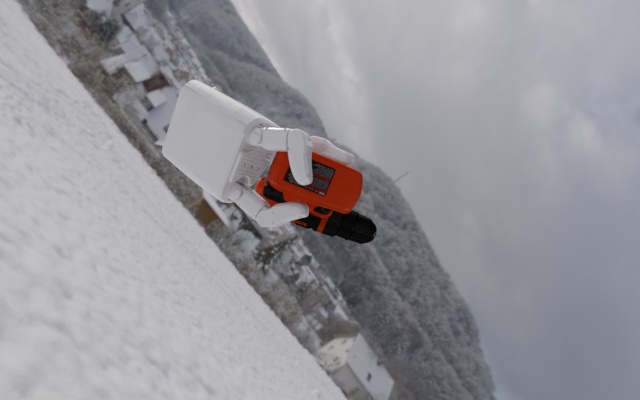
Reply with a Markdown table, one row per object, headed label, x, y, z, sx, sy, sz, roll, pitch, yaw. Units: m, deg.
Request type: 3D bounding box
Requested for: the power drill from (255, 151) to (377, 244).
| label | x | y | z | sx | sy | sz | roll | pitch | yaw |
| --- | --- | --- | --- | --- | --- | --- | --- | --- | --- |
| power drill | 0.000 | 0.002 | 0.617 | 0.184 | 0.057 | 0.188 | 20 | -16 | -1 |
